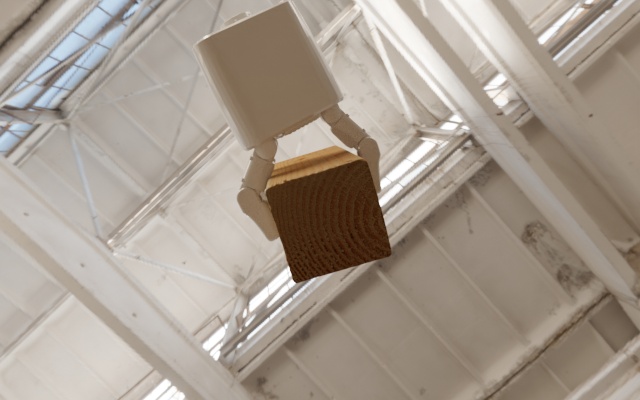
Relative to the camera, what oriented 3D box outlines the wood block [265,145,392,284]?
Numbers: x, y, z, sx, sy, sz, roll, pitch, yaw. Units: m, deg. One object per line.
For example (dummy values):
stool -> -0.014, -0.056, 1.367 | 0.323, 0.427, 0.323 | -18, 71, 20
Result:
wood block -> 0.000, 0.001, 0.500 | 0.091, 0.090, 0.206 | -17, 11, -1
